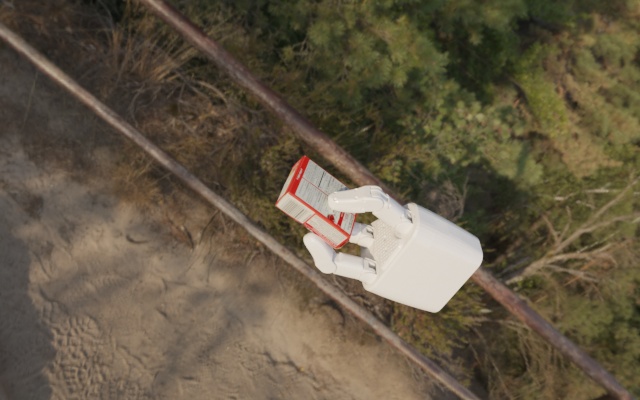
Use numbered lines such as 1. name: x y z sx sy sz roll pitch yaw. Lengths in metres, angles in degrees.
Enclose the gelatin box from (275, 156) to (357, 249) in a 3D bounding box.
1. gelatin box: 0.000 0.001 0.541 0.089 0.073 0.030 36 -51 -14
